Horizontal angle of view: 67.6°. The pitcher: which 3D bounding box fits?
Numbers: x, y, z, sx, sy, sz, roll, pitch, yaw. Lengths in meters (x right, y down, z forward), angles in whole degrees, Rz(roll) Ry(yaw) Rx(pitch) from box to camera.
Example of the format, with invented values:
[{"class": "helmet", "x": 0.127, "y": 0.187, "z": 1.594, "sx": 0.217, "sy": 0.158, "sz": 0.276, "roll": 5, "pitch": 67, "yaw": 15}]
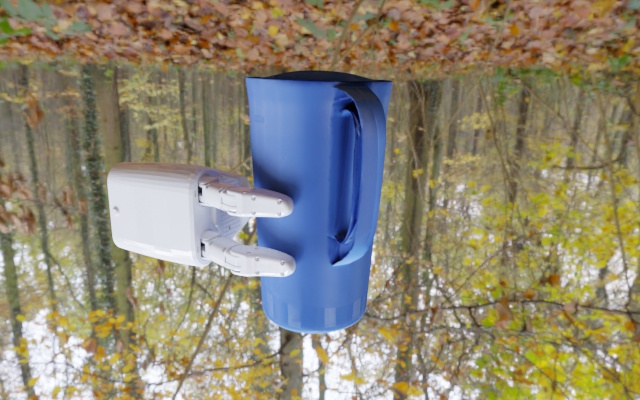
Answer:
[{"class": "pitcher", "x": 0.000, "y": 0.001, "z": 0.456, "sx": 0.145, "sy": 0.243, "sz": 0.149, "roll": 6, "pitch": 16, "yaw": 19}]
